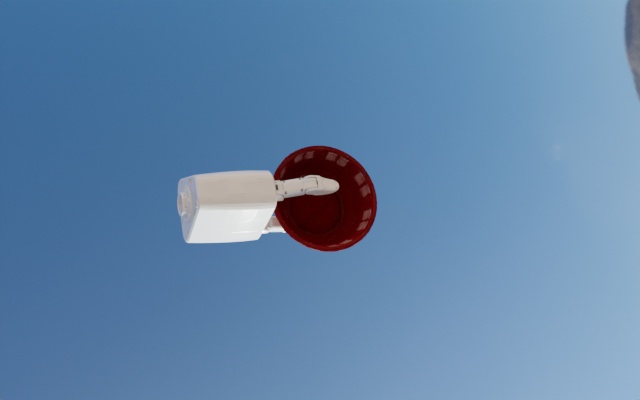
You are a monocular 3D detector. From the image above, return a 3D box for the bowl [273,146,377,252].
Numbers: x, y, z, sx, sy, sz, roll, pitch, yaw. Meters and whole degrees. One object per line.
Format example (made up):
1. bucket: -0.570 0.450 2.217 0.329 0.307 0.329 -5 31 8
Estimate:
1. bowl: 0.001 0.003 0.711 0.162 0.162 0.055 0 -18 -17
